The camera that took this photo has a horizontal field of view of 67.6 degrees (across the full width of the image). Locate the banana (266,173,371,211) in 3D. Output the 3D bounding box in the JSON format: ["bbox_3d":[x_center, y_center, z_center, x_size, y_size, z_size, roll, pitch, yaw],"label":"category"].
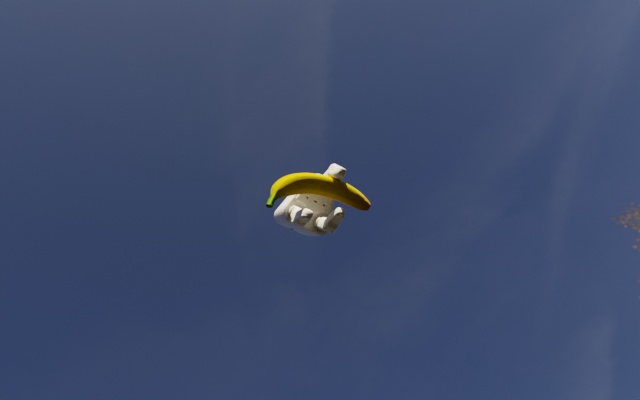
[{"bbox_3d":[-0.005,-0.015,0.841,0.198,0.069,0.037,1,-18,-22],"label":"banana"}]
